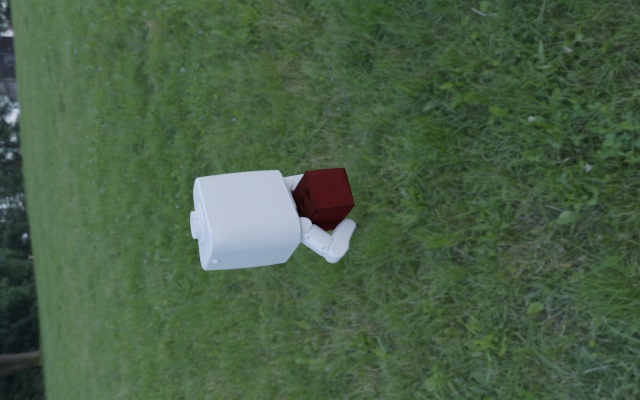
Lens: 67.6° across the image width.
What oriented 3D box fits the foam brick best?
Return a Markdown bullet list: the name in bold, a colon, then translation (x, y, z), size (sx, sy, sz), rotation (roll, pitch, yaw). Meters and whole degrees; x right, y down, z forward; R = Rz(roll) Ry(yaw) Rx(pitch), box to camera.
- **foam brick**: translation (0.000, 0.002, 0.588), size (0.051, 0.053, 0.078), rotation (-5, -25, -23)
